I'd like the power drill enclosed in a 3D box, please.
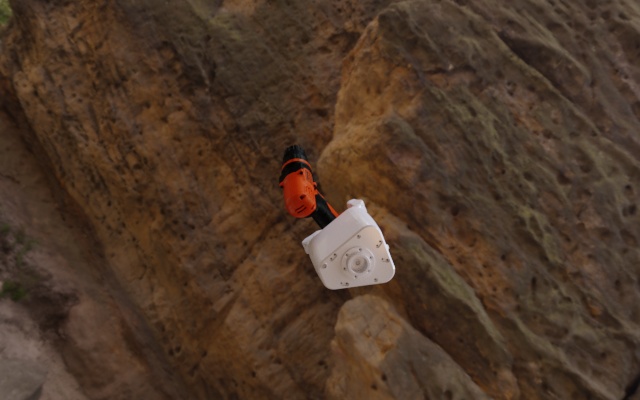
[{"bbox_3d":[0.000,0.003,0.839,0.057,0.188,0.184,-34,32,19],"label":"power drill"}]
